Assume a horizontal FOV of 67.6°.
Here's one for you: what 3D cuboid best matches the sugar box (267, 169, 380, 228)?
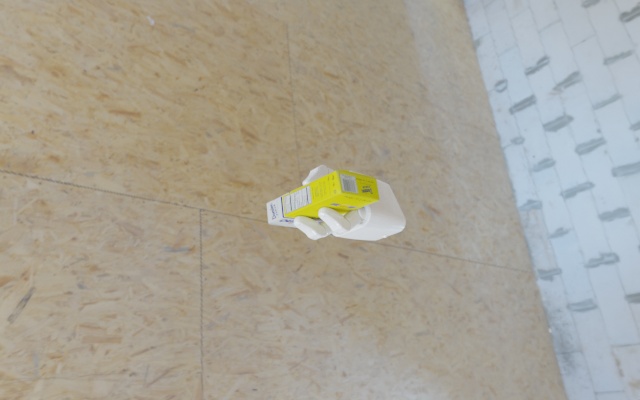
[{"bbox_3d":[0.000,0.003,0.790,0.093,0.048,0.176,10,-27,-42],"label":"sugar box"}]
